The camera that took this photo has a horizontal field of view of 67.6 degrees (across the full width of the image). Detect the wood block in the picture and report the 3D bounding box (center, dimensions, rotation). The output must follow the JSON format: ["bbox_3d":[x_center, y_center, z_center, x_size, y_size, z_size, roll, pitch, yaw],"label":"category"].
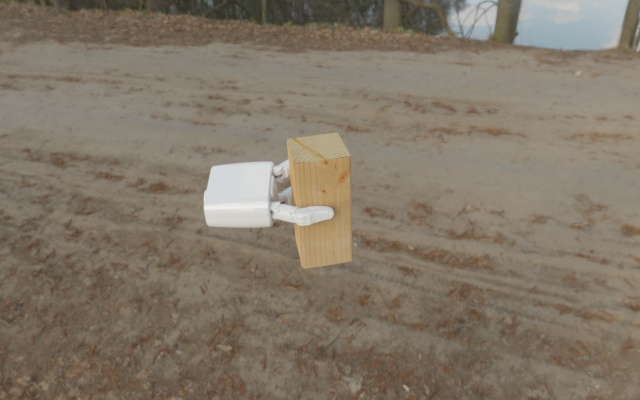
[{"bbox_3d":[0.000,0.003,0.807,0.090,0.206,0.090,-8,33,-7],"label":"wood block"}]
